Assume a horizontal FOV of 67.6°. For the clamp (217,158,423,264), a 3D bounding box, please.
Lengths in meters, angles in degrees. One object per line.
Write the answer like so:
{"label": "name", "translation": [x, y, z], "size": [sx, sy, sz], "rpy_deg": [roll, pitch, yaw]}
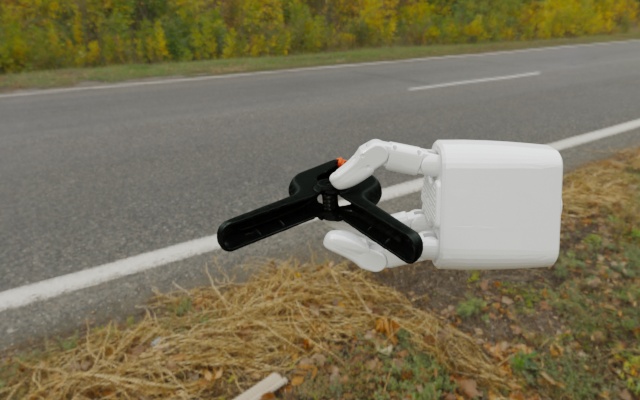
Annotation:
{"label": "clamp", "translation": [0.000, 0.001, 0.458], "size": [0.164, 0.036, 0.210], "rpy_deg": [1, 22, 1]}
